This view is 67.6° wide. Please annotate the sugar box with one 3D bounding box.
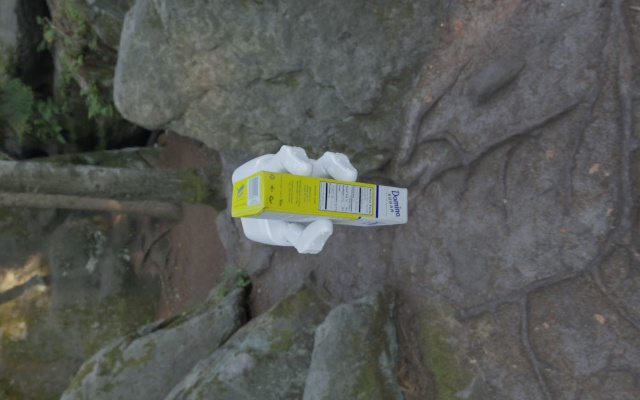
[{"bbox_3d":[0.000,0.001,0.532,0.176,0.048,0.093,3,-7,-28],"label":"sugar box"}]
